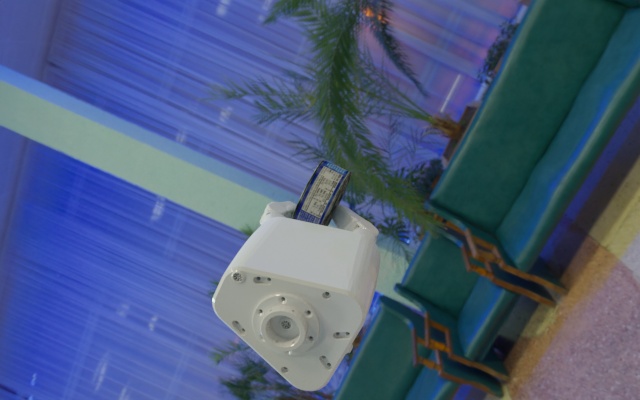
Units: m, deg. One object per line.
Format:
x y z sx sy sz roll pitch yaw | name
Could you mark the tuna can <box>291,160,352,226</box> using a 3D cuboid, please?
0.000 0.001 0.507 0.034 0.086 0.086 26 2 5 | tuna can
